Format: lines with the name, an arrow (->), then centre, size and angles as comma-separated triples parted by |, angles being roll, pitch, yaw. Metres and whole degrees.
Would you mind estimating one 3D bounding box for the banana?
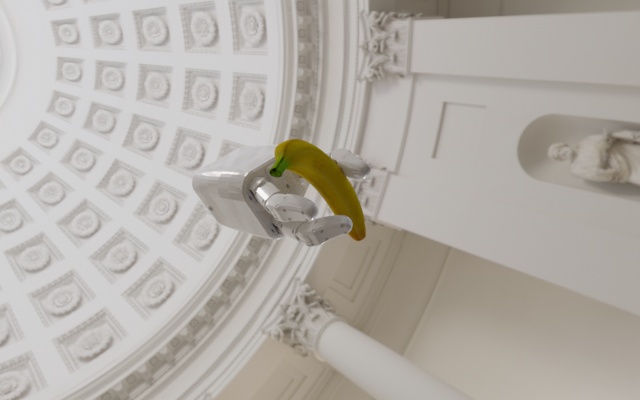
banana -> 0.002, -0.017, 0.536 | 0.037, 0.069, 0.198 | -3, -25, 33
